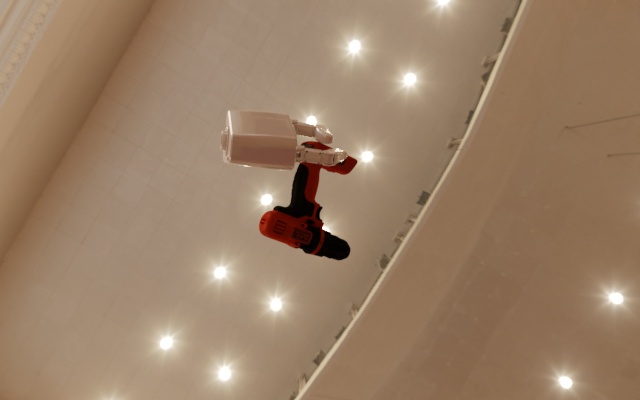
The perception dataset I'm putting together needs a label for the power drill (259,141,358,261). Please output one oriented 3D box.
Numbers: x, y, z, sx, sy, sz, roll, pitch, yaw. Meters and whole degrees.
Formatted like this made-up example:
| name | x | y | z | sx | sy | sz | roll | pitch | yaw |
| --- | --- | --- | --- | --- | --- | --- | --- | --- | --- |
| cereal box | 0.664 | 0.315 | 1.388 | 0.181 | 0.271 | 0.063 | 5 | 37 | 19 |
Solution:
| name | x | y | z | sx | sy | sz | roll | pitch | yaw |
| --- | --- | --- | --- | --- | --- | --- | --- | --- | --- |
| power drill | 0.000 | 0.002 | 0.844 | 0.184 | 0.187 | 0.057 | 23 | -7 | -31 |
